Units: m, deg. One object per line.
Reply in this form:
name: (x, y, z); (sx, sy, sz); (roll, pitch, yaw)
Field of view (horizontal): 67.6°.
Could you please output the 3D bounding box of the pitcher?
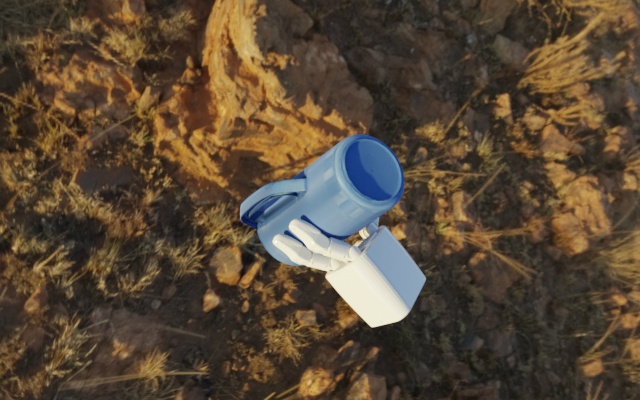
pitcher: (0.000, 0.002, 0.693); (0.149, 0.145, 0.243); (-41, 2, -36)
